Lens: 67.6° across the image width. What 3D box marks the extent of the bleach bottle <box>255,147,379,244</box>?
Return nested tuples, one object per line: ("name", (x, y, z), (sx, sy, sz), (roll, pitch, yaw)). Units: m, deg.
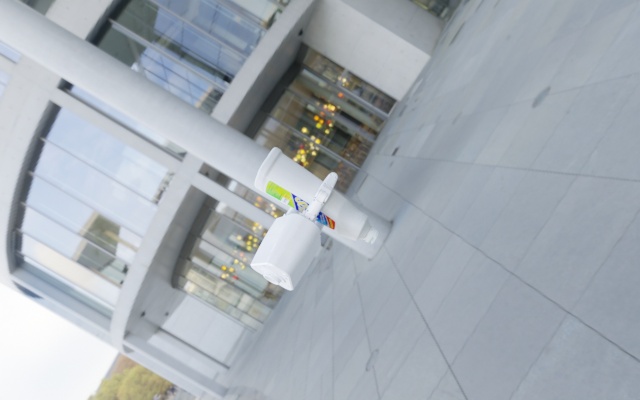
("bleach bottle", (0.000, 0.003, 0.899), (0.251, 0.068, 0.103), (31, -24, -2))
